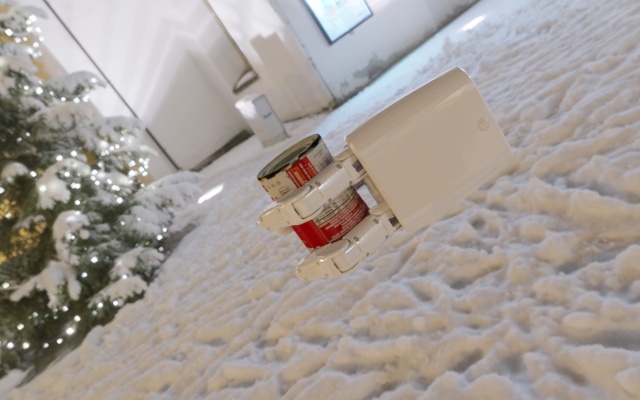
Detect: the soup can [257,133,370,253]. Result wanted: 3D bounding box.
[{"bbox_3d":[-0.001,0.001,0.419,0.068,0.102,0.068,-32,16,10],"label":"soup can"}]
